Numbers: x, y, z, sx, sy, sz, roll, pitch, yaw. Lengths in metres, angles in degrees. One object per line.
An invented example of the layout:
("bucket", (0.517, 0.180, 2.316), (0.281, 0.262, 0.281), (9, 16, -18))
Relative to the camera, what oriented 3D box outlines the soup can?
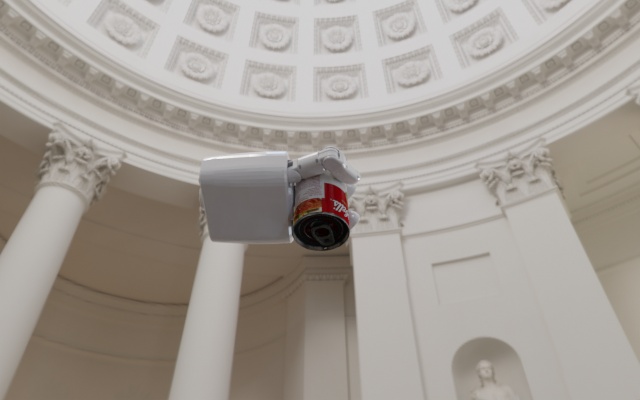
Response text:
("soup can", (0.001, 0.002, 0.590), (0.068, 0.102, 0.069), (0, -44, 0))
